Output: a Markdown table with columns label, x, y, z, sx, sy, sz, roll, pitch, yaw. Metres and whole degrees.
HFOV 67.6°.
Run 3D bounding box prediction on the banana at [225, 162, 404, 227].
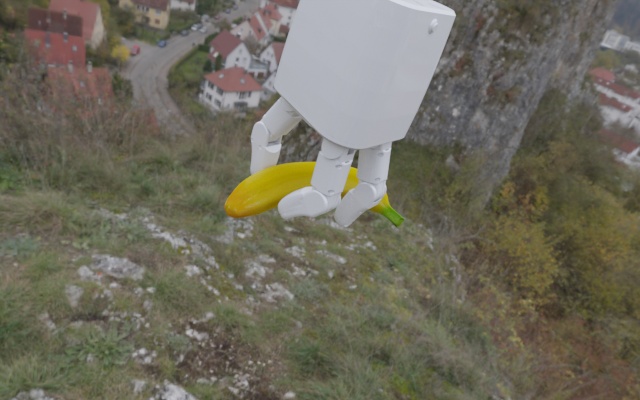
| label | x | y | z | sx | sy | sz | roll | pitch | yaw |
| --- | --- | --- | --- | --- | --- | --- | --- | --- | --- |
| banana | -0.004 | -0.010 | 0.467 | 0.198 | 0.037 | 0.069 | 3 | 38 | -31 |
